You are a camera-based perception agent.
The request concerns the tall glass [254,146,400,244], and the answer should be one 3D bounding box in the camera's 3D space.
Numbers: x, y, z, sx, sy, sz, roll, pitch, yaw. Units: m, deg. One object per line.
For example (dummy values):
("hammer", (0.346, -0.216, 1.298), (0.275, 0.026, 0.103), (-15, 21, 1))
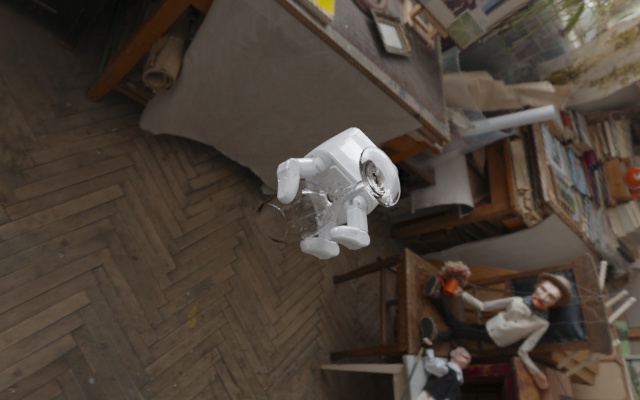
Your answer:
("tall glass", (0.000, 0.002, 0.616), (0.201, 0.079, 0.079), (-23, -16, 40))
